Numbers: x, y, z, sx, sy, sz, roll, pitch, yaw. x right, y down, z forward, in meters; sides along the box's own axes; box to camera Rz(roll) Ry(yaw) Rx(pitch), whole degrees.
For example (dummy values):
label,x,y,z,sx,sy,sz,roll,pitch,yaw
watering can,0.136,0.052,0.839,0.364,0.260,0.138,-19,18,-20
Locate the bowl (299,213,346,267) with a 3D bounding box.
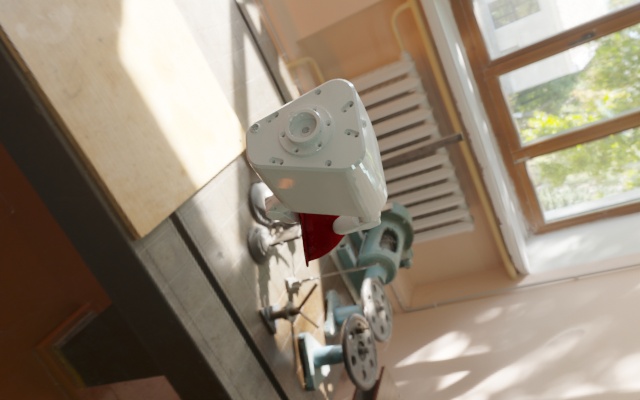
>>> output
label,x,y,z,sx,sy,sz,roll,pitch,yaw
bowl,0.001,0.002,0.611,0.055,0.162,0.162,-6,0,-1
